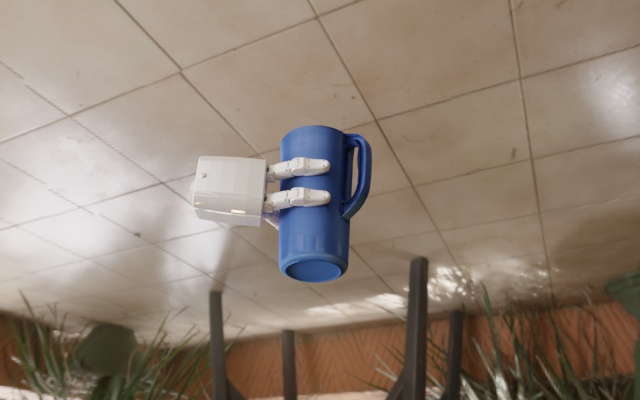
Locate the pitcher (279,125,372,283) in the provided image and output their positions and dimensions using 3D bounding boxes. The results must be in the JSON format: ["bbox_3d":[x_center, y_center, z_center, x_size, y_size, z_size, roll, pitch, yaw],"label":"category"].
[{"bbox_3d":[0.000,0.003,0.788,0.145,0.242,0.149,6,-31,-9],"label":"pitcher"}]
